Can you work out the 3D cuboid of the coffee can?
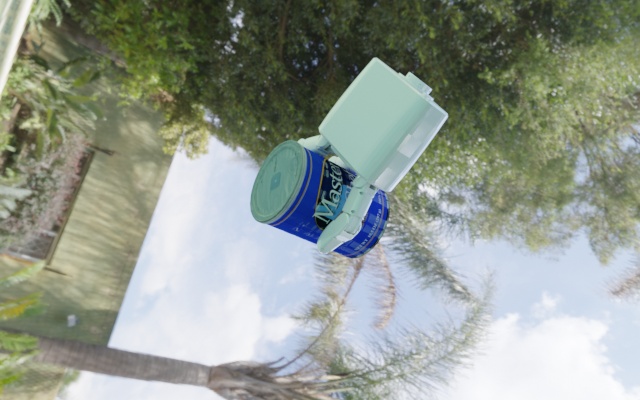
[{"bbox_3d":[0.000,0.002,0.587,0.140,0.102,0.103,25,-14,-33],"label":"coffee can"}]
